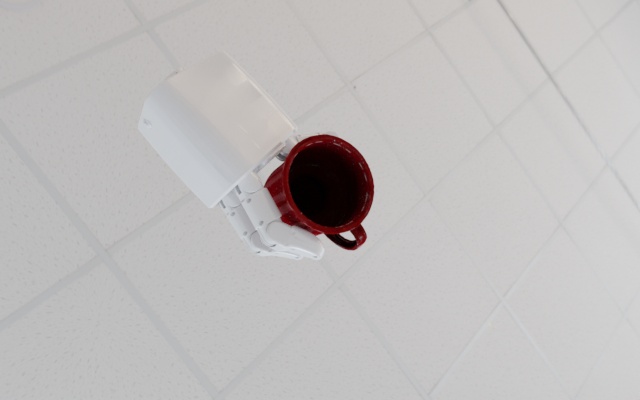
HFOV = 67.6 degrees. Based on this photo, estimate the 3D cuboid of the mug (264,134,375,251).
[{"bbox_3d":[0.001,0.003,0.469,0.093,0.117,0.081,-45,9,-27],"label":"mug"}]
